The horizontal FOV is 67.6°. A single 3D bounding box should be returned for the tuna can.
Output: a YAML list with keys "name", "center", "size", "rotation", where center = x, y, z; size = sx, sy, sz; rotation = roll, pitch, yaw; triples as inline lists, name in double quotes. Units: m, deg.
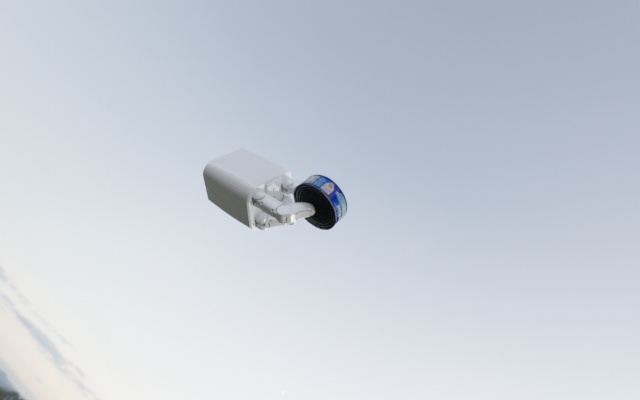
- name: "tuna can"
  center: [0.001, 0.002, 0.753]
  size: [0.086, 0.086, 0.033]
  rotation: [0, 32, 47]
